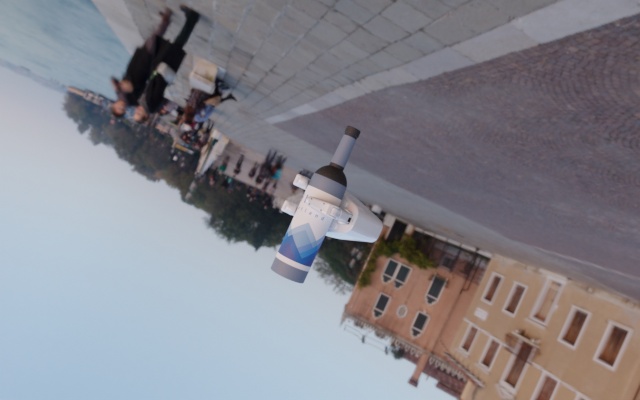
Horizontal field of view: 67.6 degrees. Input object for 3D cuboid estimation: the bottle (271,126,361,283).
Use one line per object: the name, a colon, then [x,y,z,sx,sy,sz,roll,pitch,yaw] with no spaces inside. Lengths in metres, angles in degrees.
bottle: [0.000,0.003,0.870,0.069,0.295,0.069,25,-1,0]
